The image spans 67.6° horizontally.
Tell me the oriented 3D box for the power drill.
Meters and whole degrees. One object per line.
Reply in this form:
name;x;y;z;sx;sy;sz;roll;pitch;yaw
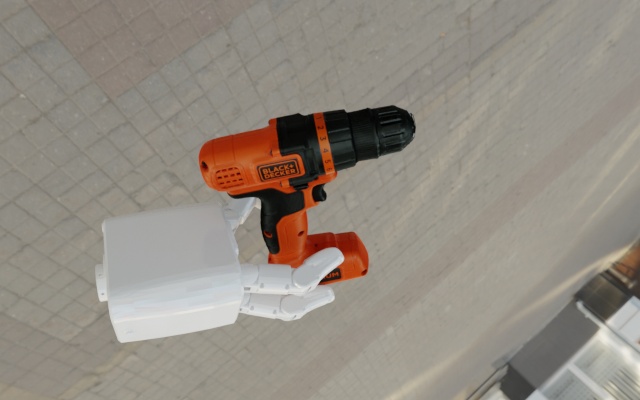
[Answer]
power drill;0.000;0.002;0.452;0.184;0.188;0.057;-10;42;3
